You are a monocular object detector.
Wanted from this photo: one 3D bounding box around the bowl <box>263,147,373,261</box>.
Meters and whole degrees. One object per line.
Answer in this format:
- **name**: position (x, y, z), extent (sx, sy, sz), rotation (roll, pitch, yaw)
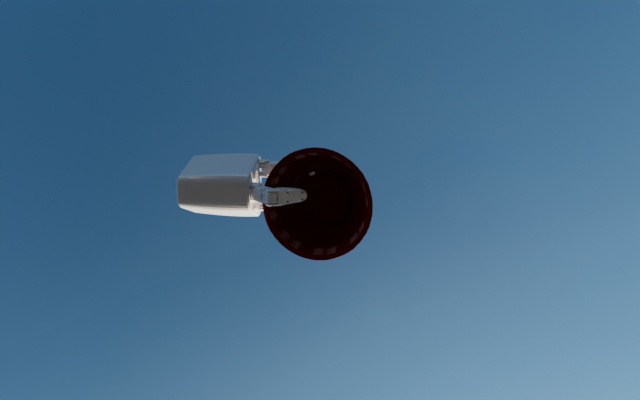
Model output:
- **bowl**: position (0.001, 0.003, 0.694), extent (0.162, 0.162, 0.055), rotation (0, 10, 16)
